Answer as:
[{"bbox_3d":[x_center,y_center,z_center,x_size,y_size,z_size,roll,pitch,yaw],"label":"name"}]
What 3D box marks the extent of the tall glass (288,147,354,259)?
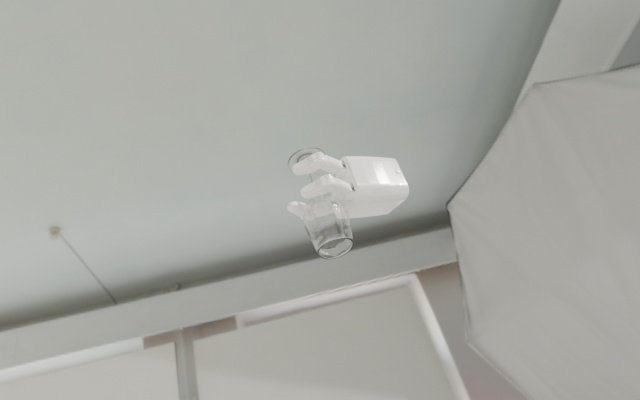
[{"bbox_3d":[0.000,0.002,0.840,0.079,0.201,0.079,-12,-36,-9],"label":"tall glass"}]
